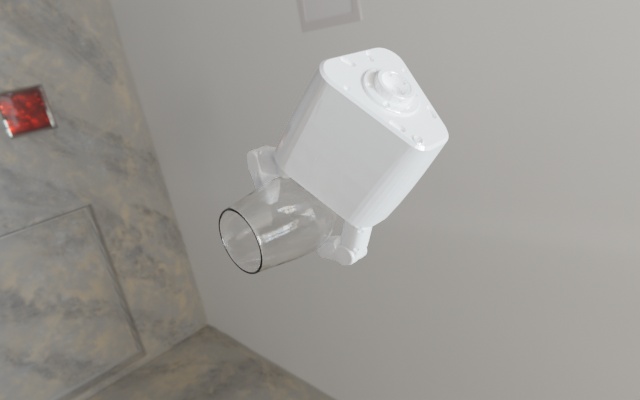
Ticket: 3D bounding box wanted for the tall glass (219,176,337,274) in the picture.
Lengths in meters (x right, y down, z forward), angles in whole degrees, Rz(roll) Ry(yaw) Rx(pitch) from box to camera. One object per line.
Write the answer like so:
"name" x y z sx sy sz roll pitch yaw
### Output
"tall glass" 0.001 0.001 0.473 0.201 0.079 0.079 -26 17 -38
